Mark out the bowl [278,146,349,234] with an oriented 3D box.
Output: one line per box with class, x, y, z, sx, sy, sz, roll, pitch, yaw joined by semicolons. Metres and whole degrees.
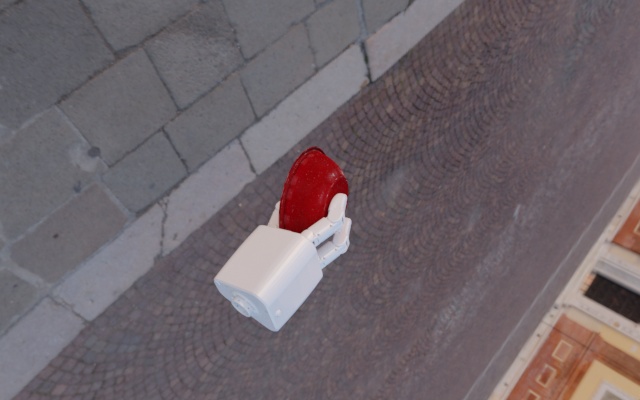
bowl;0.001;0.001;0.726;0.055;0.162;0.162;14;5;23
